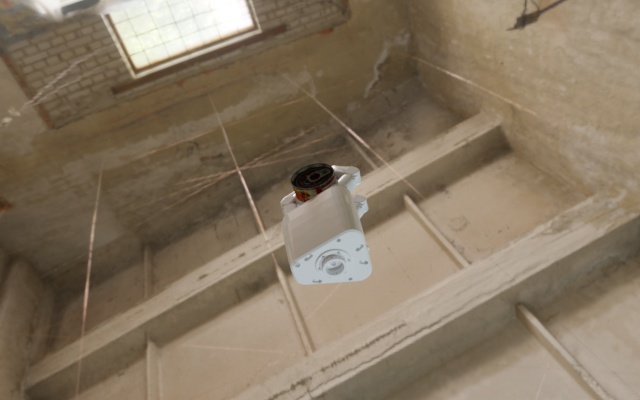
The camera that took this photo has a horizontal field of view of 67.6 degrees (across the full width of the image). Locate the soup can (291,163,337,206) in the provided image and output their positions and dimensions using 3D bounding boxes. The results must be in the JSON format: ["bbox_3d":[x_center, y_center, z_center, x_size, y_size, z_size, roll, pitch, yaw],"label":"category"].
[{"bbox_3d":[0.000,0.002,0.745,0.068,0.102,0.068,-12,34,8],"label":"soup can"}]
